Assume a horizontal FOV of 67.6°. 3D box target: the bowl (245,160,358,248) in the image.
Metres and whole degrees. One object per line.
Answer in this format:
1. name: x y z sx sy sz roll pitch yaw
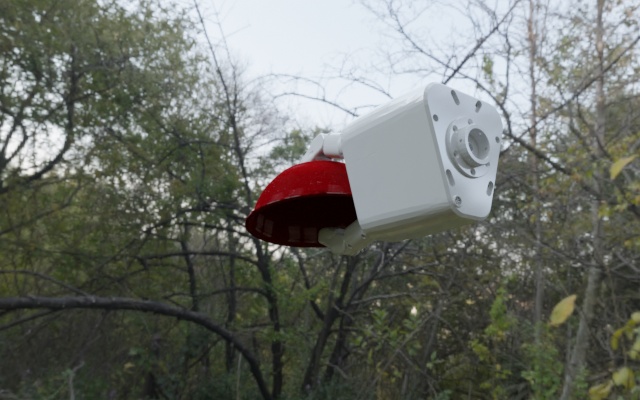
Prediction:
1. bowl: -0.001 0.002 0.515 0.162 0.055 0.162 -3 -23 -1
